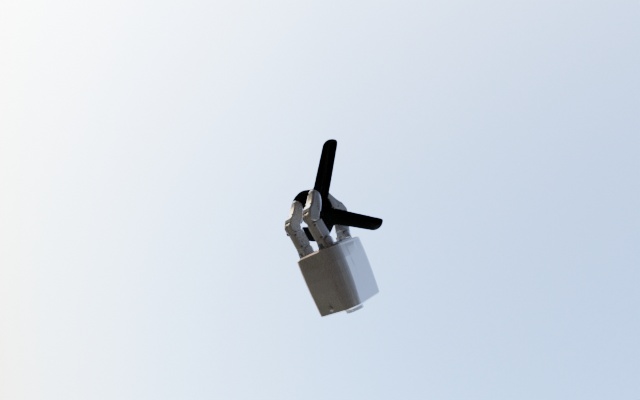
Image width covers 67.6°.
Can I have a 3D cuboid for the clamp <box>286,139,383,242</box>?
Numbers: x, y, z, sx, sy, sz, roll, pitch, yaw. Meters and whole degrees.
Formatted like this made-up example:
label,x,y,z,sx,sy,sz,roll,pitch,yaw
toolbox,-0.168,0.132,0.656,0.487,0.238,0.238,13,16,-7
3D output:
label,x,y,z,sx,sy,sz,roll,pitch,yaw
clamp,0.000,0.003,0.823,0.036,0.164,0.210,-18,-9,-44
